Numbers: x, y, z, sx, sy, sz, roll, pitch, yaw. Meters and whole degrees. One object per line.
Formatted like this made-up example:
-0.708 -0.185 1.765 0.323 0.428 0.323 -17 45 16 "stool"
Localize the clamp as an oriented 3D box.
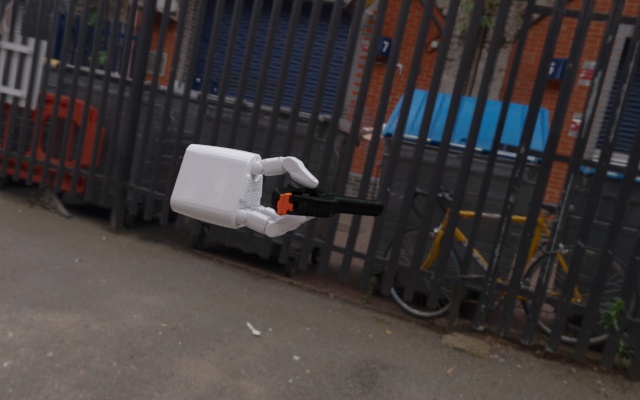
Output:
0.000 0.001 0.687 0.164 0.036 0.210 12 7 14 "clamp"
